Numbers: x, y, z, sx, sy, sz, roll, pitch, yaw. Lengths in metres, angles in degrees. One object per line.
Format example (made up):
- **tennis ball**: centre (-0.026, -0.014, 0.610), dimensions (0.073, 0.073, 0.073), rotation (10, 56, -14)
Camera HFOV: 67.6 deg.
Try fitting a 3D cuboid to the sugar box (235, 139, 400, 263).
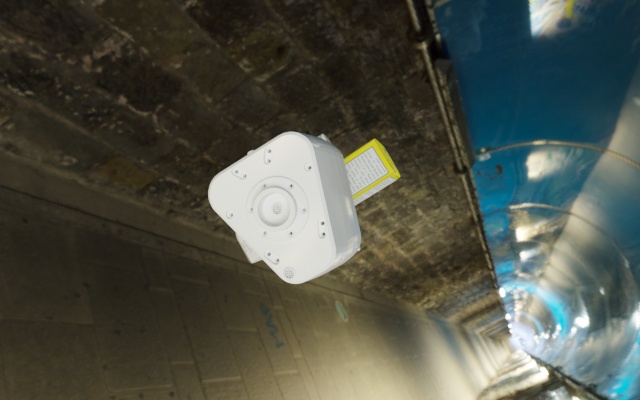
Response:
- **sugar box**: centre (0.000, 0.001, 0.518), dimensions (0.176, 0.048, 0.093), rotation (-30, -6, 11)
